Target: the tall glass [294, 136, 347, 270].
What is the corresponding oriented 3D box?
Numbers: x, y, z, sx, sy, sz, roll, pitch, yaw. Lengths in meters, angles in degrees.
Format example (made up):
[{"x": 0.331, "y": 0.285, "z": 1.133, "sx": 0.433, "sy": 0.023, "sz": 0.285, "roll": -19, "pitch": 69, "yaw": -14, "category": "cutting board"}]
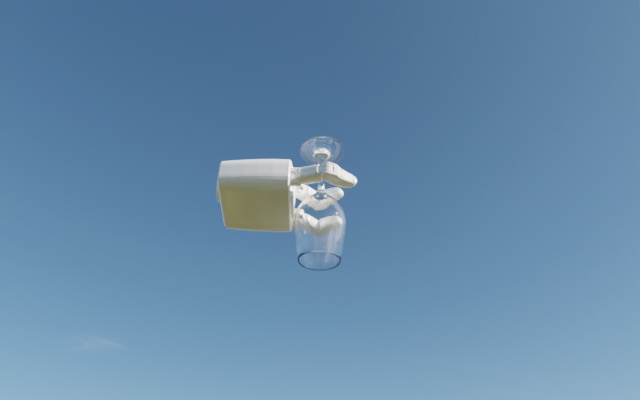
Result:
[{"x": 0.000, "y": 0.002, "z": 0.725, "sx": 0.079, "sy": 0.201, "sz": 0.079, "roll": 1, "pitch": -33, "yaw": 0, "category": "tall glass"}]
